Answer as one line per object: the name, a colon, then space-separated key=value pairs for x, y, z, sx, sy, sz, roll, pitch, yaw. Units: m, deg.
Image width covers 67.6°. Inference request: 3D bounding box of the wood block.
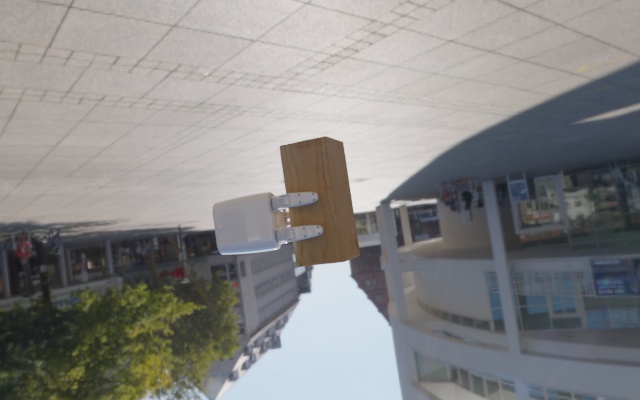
wood block: x=0.000 y=0.003 z=0.825 sx=0.090 sy=0.206 sz=0.091 roll=-9 pitch=-3 yaw=21
